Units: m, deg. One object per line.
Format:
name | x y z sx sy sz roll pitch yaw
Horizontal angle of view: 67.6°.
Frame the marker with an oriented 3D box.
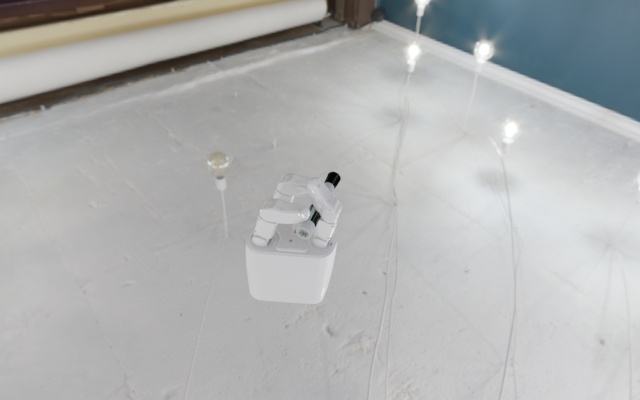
marker | 0.000 0.002 0.598 0.020 0.020 0.121 0 37 24
